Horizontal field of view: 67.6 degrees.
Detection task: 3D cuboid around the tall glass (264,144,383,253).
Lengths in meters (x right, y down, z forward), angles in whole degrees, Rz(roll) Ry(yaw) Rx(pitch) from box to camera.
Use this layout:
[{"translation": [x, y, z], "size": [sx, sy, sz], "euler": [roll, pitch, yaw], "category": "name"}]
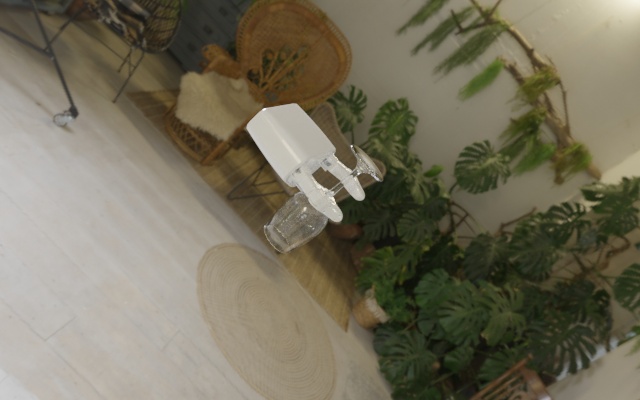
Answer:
[{"translation": [0.001, 0.002, 0.765], "size": [0.201, 0.079, 0.079], "euler": [-40, -15, 18], "category": "tall glass"}]
